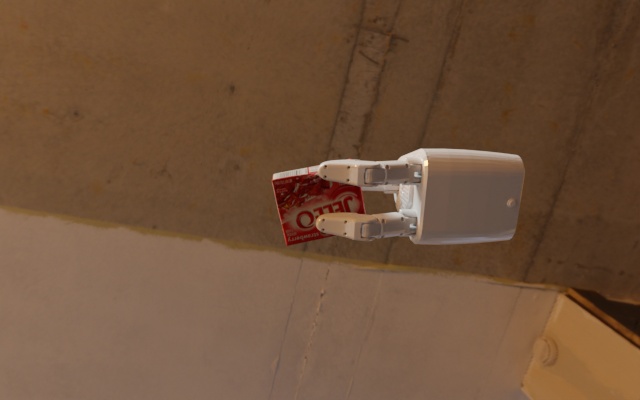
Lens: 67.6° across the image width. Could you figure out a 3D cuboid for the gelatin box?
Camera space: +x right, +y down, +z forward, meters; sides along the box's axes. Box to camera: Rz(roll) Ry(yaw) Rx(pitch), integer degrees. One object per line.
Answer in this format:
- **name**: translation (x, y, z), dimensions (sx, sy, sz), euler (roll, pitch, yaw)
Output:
- **gelatin box**: translation (0.000, 0.002, 0.499), dimensions (0.089, 0.073, 0.030), euler (-11, 17, 1)
